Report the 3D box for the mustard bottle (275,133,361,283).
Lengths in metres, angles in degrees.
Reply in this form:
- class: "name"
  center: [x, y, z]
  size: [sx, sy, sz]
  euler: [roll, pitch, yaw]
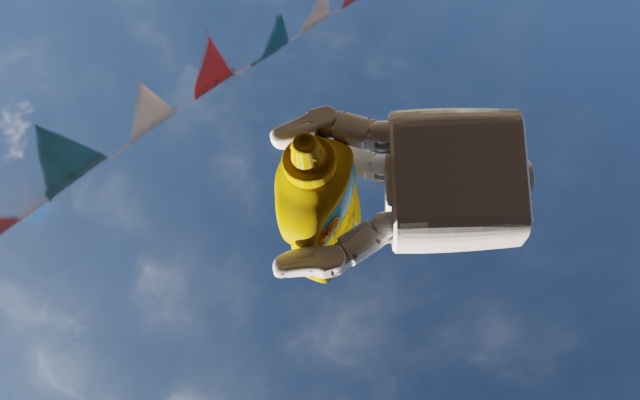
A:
- class: "mustard bottle"
  center: [0.000, 0.001, 0.419]
  size: [0.058, 0.096, 0.192]
  euler: [21, -21, 16]
